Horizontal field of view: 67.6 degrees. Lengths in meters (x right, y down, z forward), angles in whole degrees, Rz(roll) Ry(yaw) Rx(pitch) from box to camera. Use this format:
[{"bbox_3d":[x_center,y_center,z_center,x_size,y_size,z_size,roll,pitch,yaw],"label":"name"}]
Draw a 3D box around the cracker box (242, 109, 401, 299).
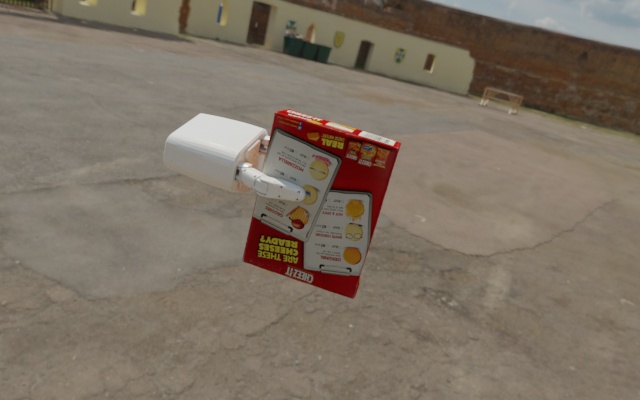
[{"bbox_3d":[0.000,0.002,0.644,0.164,0.214,0.072,17,18,9],"label":"cracker box"}]
